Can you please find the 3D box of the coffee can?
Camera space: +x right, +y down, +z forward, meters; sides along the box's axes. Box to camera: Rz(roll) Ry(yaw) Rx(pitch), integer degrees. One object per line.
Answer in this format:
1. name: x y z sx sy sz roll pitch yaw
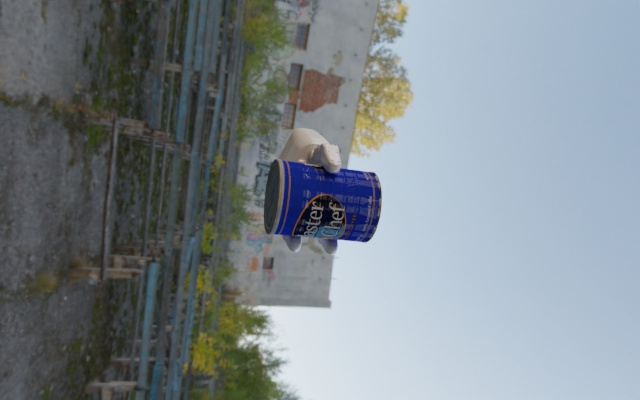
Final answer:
1. coffee can: 0.000 0.002 0.660 0.140 0.103 0.103 6 -2 -16
